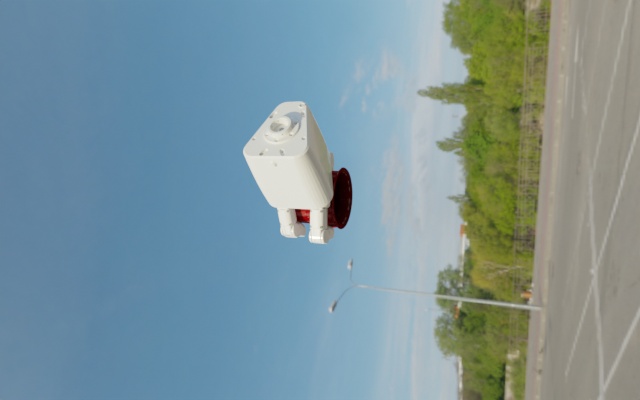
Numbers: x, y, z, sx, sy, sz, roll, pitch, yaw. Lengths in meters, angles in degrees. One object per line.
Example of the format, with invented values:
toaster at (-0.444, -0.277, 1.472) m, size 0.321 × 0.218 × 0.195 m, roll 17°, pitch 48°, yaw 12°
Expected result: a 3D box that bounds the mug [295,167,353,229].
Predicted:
mug at (0.000, 0.003, 0.742) m, size 0.081 × 0.093 × 0.117 m, roll 3°, pitch -37°, yaw 21°
